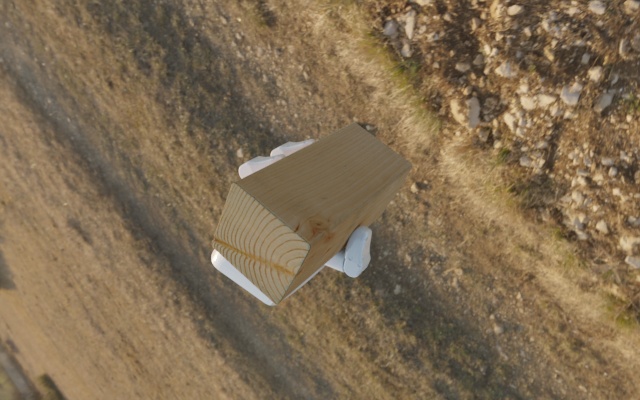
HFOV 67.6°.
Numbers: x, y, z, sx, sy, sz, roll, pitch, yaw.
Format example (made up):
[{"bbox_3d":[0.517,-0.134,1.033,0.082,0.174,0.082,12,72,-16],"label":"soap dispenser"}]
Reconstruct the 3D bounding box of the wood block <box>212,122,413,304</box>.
[{"bbox_3d":[0.000,0.002,0.498,0.091,0.090,0.206,39,40,14],"label":"wood block"}]
